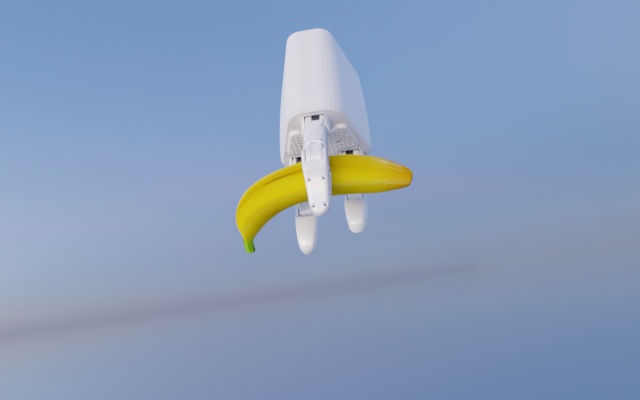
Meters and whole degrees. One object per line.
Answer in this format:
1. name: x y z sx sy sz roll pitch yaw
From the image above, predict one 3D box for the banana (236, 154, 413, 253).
1. banana: -0.013 -0.008 0.460 0.198 0.037 0.070 -23 -46 25
